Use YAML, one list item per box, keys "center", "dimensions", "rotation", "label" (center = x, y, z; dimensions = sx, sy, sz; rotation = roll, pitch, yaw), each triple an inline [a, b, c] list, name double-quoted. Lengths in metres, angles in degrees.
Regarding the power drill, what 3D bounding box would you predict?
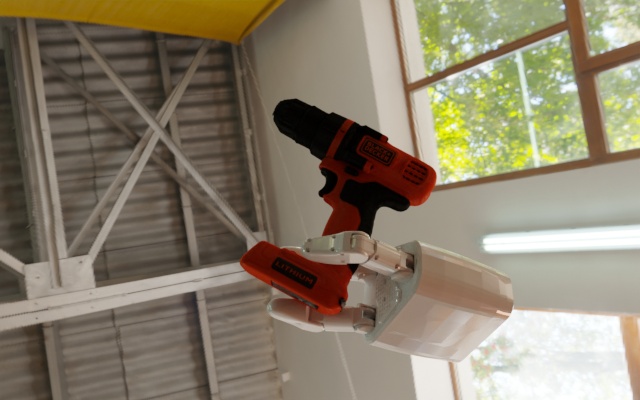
- center: [0.000, 0.002, 0.473]
  dimensions: [0.184, 0.187, 0.057]
  rotation: [28, -17, 8]
  label: "power drill"
